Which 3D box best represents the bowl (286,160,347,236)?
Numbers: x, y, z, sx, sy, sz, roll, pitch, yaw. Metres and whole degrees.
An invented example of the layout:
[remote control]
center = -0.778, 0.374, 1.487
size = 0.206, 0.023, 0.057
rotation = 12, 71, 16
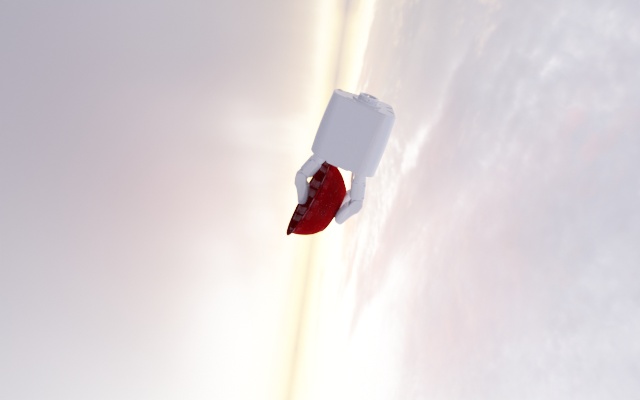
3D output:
[bowl]
center = 0.000, 0.004, 0.849
size = 0.055, 0.162, 0.162
rotation = 29, -5, -9
